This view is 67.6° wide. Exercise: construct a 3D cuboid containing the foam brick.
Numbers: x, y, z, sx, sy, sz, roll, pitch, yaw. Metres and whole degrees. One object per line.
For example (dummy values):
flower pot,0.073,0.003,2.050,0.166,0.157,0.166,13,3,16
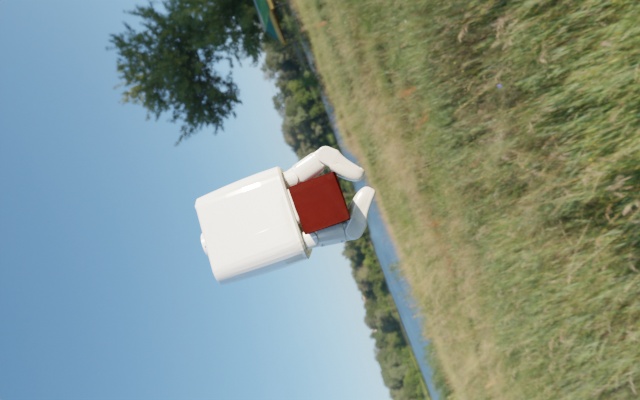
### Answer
foam brick,0.000,0.002,0.516,0.051,0.053,0.078,-18,1,2
